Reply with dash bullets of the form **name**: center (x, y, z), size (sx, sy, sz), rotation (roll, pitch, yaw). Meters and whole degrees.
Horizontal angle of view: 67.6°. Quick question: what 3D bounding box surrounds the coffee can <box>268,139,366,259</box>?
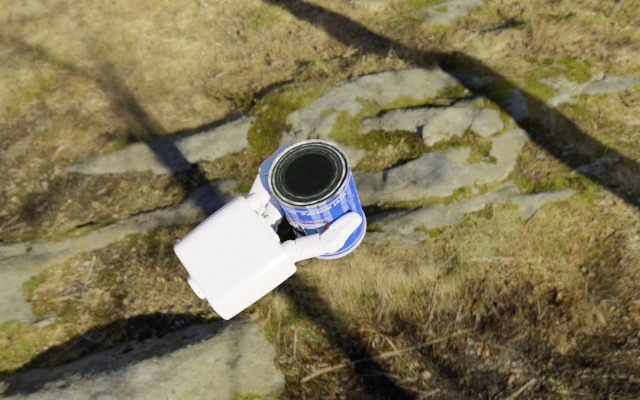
- **coffee can**: center (0.000, 0.002, 0.636), size (0.103, 0.102, 0.140), rotation (0, -32, 15)
